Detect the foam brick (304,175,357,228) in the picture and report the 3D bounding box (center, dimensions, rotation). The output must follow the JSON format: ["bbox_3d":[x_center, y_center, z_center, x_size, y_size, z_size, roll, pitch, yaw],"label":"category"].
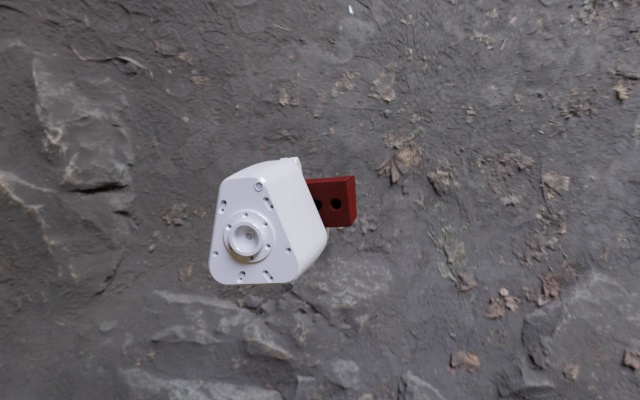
[{"bbox_3d":[0.000,0.002,0.552,0.078,0.053,0.051,-4,9,12],"label":"foam brick"}]
